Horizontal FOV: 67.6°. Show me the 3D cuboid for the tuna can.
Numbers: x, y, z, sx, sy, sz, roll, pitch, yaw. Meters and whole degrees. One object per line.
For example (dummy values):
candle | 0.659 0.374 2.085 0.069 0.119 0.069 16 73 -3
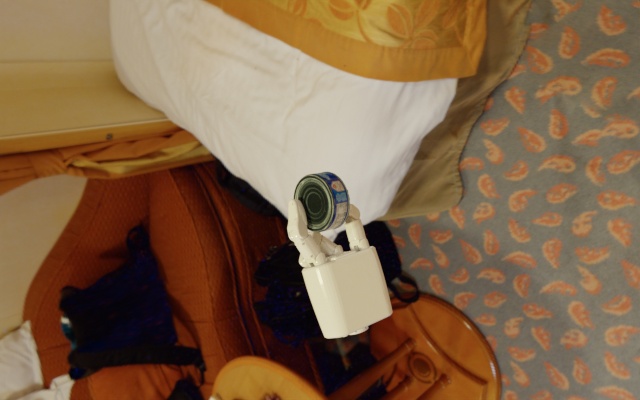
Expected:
tuna can | 0.000 0.002 0.689 0.034 0.086 0.086 -10 7 -44
